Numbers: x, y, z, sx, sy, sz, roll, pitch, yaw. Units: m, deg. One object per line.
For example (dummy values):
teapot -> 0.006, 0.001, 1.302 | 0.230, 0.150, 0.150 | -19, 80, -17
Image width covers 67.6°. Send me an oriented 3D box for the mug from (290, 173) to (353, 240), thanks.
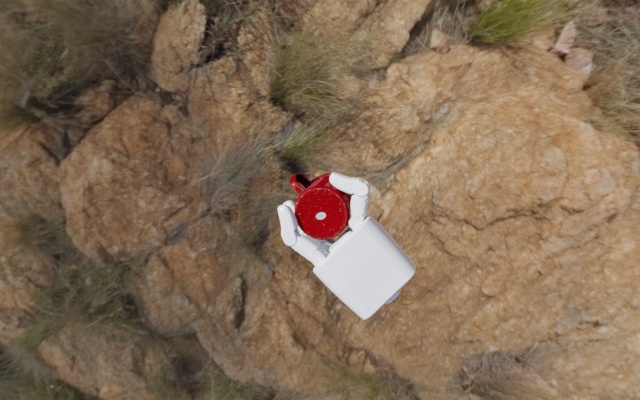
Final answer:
mug -> -0.001, 0.001, 0.724 | 0.093, 0.117, 0.081 | -45, 0, 18
